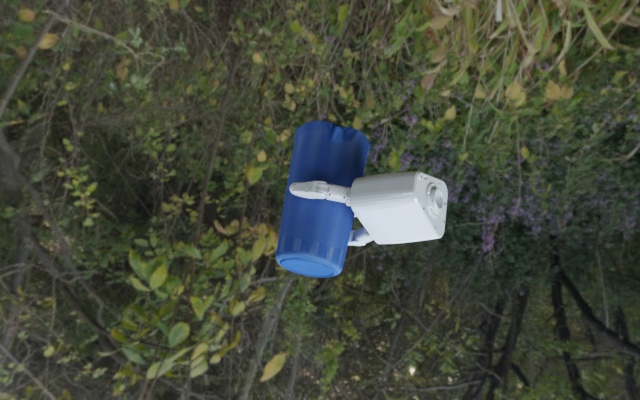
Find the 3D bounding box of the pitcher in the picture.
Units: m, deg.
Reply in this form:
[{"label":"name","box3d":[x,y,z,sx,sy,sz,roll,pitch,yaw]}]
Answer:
[{"label":"pitcher","box3d":[0.000,0.003,0.807,0.145,0.242,0.149,-6,-29,36]}]
